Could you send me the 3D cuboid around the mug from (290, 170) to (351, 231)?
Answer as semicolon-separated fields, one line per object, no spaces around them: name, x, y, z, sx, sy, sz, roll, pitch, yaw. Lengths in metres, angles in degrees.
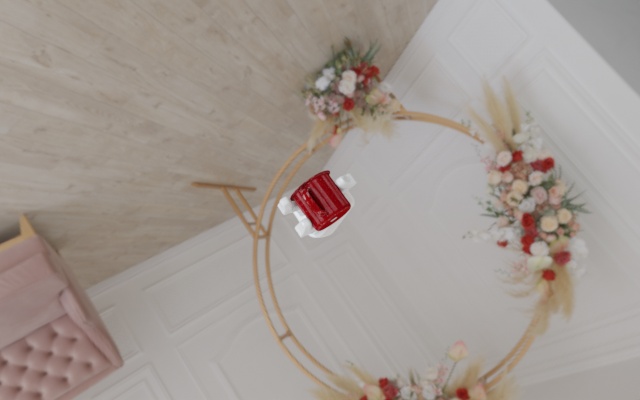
mug;0.000;0.003;0.882;0.093;0.081;0.117;-39;-11;11
